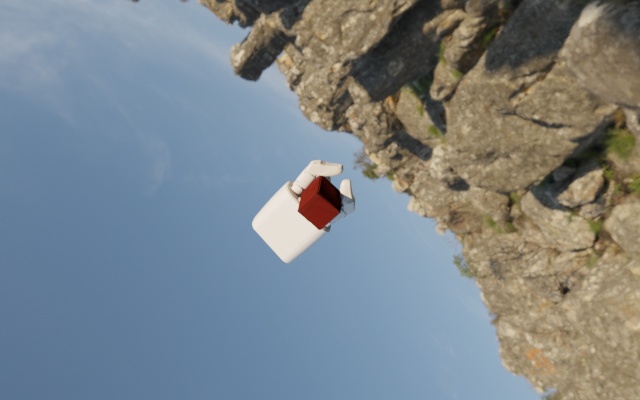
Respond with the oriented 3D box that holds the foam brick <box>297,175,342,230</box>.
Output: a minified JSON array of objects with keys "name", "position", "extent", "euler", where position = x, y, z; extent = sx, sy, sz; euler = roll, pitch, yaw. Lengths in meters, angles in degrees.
[{"name":"foam brick","position":[0.000,0.003,0.810],"extent":[0.051,0.053,0.078],"euler":[-42,15,21]}]
